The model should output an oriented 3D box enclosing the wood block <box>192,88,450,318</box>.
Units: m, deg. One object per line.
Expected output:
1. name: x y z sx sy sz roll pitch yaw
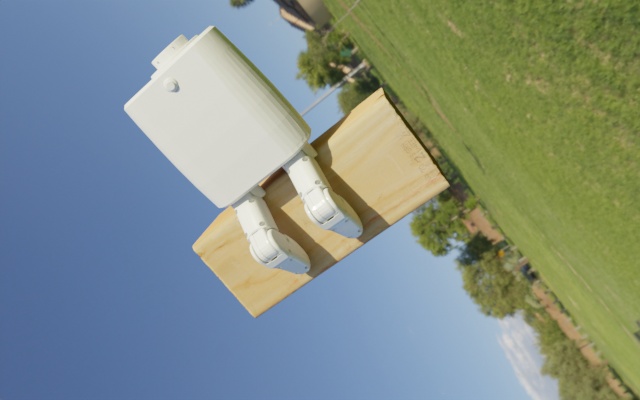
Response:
1. wood block: 0.000 0.001 0.433 0.206 0.090 0.090 -36 11 16
